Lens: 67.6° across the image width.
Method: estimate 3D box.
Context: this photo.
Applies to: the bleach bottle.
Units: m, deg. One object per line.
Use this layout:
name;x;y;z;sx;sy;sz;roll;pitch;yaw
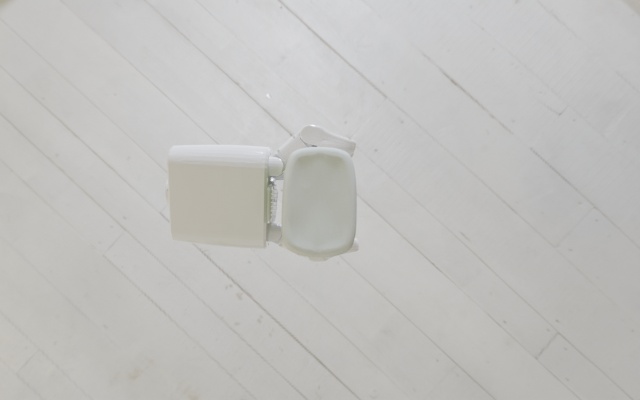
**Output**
bleach bottle;0.000;0.002;0.544;0.068;0.102;0.251;2;-1;1
